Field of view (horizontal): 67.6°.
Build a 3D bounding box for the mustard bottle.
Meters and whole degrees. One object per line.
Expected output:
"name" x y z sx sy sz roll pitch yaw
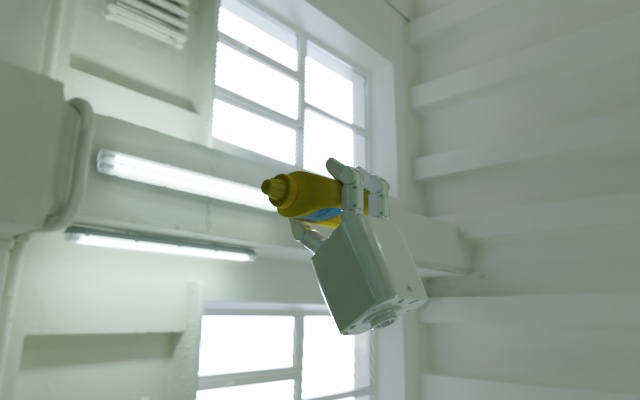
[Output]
"mustard bottle" 0.000 0.002 0.619 0.096 0.058 0.192 -11 -17 40
